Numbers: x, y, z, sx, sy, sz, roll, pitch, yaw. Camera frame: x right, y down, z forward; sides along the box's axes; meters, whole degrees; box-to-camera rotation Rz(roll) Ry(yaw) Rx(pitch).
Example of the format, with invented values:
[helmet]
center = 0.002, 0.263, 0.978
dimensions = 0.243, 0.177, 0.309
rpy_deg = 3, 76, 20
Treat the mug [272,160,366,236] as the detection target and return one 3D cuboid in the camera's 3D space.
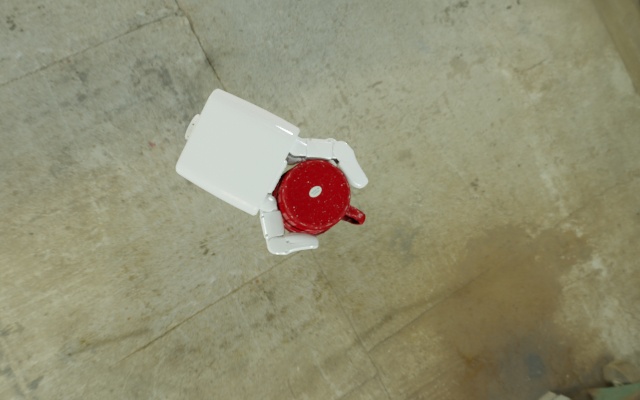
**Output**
[mug]
center = 0.001, 0.003, 0.574
dimensions = 0.117, 0.093, 0.081
rpy_deg = 26, -9, -6
